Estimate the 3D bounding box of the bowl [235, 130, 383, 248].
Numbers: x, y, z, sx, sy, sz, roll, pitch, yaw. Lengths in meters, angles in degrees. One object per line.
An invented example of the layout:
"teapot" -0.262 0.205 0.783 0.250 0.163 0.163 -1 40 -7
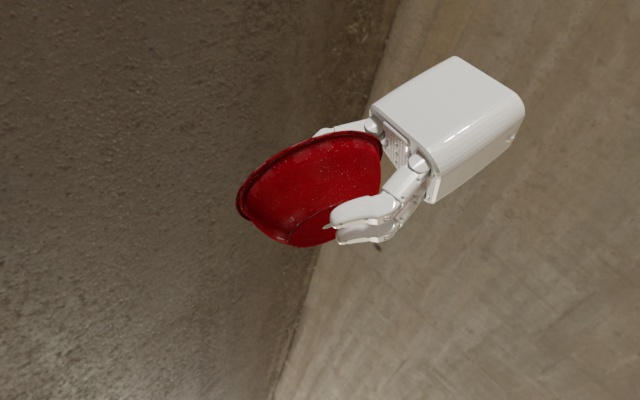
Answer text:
"bowl" -0.001 0.003 0.478 0.162 0.055 0.162 -20 -23 -9
